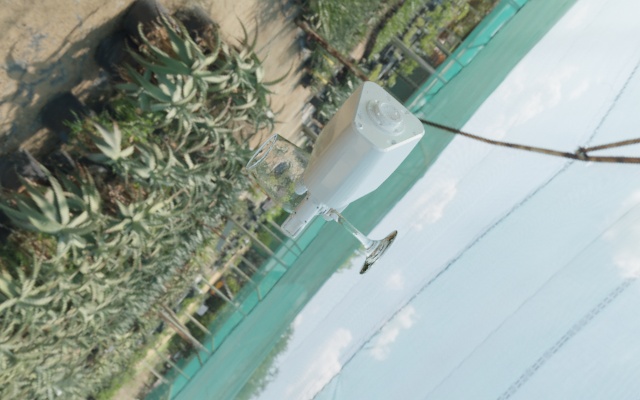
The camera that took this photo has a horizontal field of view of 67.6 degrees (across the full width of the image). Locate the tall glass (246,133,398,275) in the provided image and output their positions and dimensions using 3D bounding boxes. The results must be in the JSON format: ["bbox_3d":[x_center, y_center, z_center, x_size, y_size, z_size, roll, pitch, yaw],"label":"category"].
[{"bbox_3d":[0.001,0.003,0.613,0.201,0.079,0.079,41,0,0],"label":"tall glass"}]
